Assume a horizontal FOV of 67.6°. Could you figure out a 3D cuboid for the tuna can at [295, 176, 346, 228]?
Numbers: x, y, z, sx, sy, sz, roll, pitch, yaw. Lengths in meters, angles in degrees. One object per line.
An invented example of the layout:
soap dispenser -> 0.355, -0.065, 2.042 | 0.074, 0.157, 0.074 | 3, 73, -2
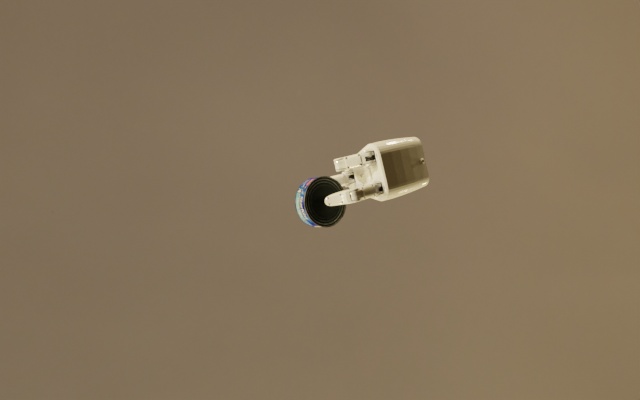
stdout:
tuna can -> 0.000, 0.003, 0.806 | 0.086, 0.086, 0.034 | 0, -2, -35
